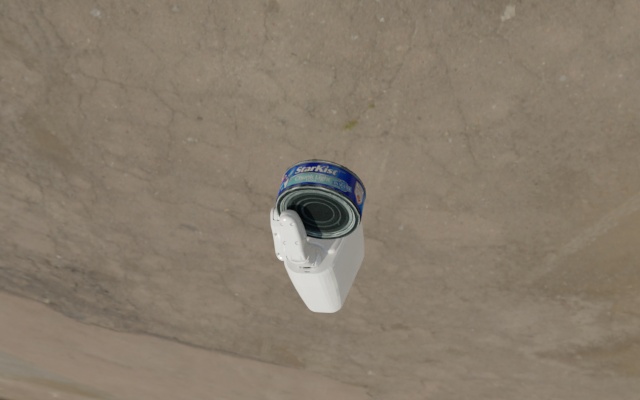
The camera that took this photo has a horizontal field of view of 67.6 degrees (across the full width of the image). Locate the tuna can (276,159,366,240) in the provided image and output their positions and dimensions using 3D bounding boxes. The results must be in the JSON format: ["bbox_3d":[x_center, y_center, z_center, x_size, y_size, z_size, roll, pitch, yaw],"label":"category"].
[{"bbox_3d":[0.000,0.002,0.467,0.086,0.033,0.086,8,-38,7],"label":"tuna can"}]
